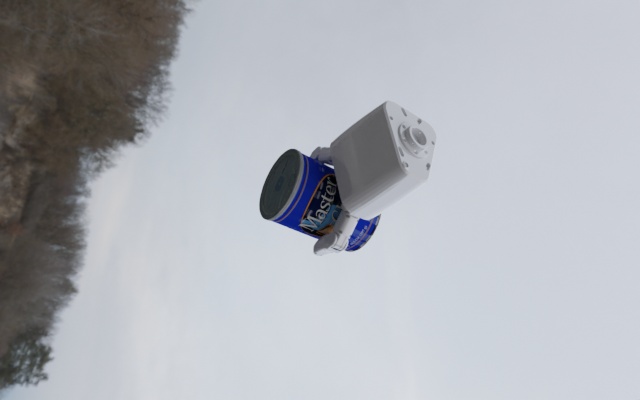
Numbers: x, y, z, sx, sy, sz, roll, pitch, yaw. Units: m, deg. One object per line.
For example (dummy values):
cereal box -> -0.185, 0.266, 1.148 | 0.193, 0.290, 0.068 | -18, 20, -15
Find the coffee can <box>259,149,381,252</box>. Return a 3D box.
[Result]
coffee can -> 0.000, 0.002, 0.670 | 0.140, 0.103, 0.103 | 24, -12, -28
